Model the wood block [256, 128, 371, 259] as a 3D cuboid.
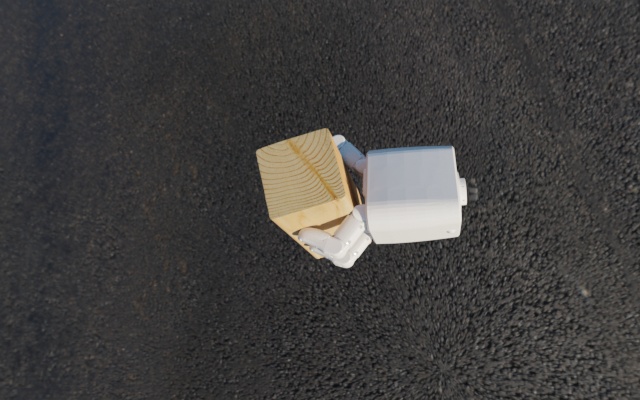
[{"bbox_3d":[0.000,0.002,0.621,0.090,0.090,0.206,-17,-22,8],"label":"wood block"}]
